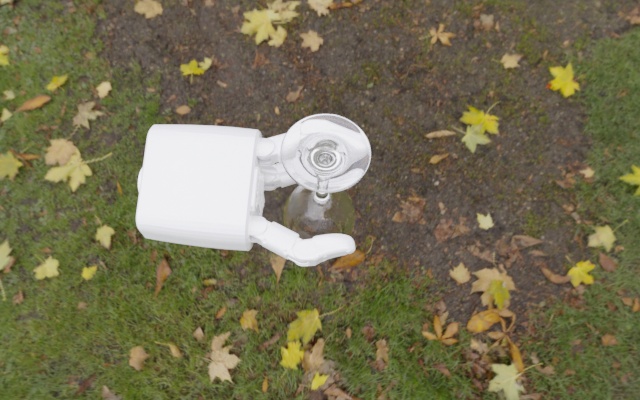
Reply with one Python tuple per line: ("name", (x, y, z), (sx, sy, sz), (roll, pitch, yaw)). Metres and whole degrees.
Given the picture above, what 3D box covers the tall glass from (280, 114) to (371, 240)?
("tall glass", (0.000, 0.001, 0.478), (0.079, 0.079, 0.201), (0, -25, -2))
